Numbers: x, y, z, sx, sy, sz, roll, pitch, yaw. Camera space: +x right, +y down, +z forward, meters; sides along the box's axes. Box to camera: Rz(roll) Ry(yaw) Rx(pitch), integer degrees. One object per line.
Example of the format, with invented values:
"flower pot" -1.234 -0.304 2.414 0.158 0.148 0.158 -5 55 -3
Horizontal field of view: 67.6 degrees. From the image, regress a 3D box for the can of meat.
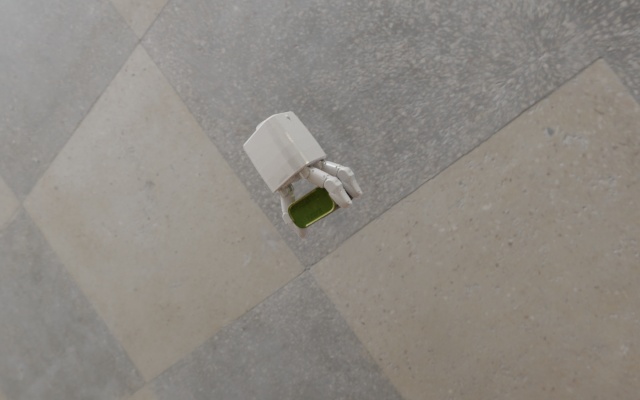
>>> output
"can of meat" 0.000 0.003 0.868 0.102 0.057 0.084 -33 -1 29
